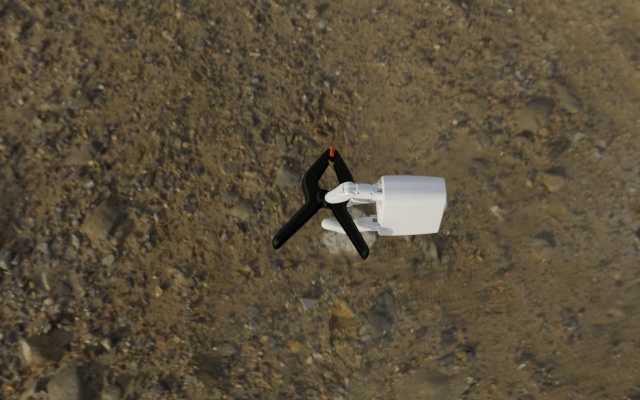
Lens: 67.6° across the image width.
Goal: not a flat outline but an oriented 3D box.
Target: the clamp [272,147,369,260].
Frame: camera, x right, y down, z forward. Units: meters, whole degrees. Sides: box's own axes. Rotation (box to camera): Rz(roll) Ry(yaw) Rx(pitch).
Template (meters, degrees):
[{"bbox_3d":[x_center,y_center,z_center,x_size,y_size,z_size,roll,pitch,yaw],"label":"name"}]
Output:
[{"bbox_3d":[0.000,0.002,0.841,0.164,0.210,0.036,0,-24,-1],"label":"clamp"}]
